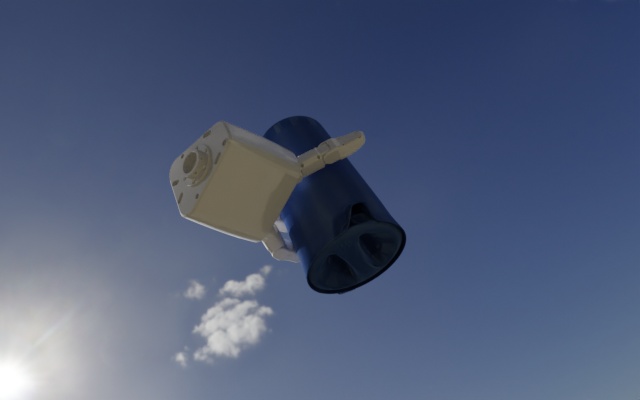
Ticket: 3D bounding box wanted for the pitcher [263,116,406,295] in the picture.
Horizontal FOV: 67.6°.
[{"bbox_3d":[0.000,0.002,0.655,0.149,0.242,0.145,-45,-41,19],"label":"pitcher"}]
